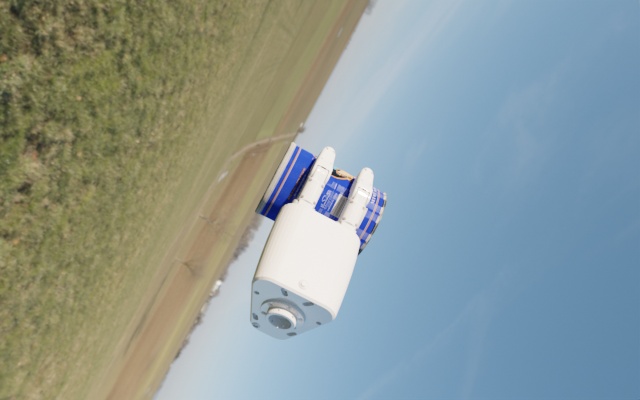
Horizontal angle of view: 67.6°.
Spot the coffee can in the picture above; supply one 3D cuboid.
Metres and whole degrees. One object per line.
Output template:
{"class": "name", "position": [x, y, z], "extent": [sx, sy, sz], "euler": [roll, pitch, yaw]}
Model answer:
{"class": "coffee can", "position": [0.000, 0.002, 0.624], "extent": [0.140, 0.103, 0.103], "euler": [28, -4, -7]}
